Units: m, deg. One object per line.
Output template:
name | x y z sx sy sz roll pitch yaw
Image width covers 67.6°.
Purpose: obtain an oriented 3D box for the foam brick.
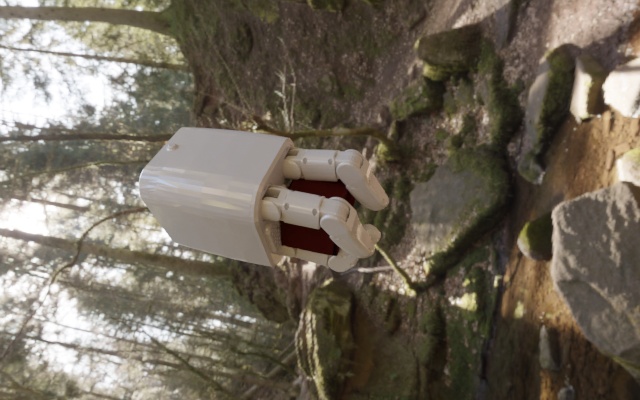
foam brick | 0.000 0.001 0.430 0.051 0.053 0.078 11 42 11
